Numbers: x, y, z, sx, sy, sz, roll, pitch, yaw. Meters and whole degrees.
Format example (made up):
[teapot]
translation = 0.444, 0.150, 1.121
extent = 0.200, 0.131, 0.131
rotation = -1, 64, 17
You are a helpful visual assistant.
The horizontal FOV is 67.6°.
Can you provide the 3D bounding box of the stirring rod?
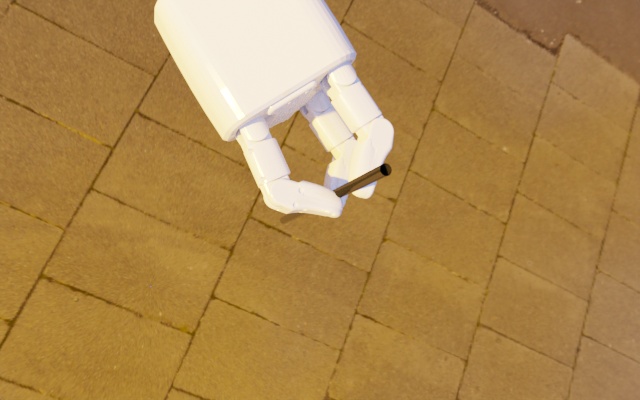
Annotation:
[stirring rod]
translation = 0.000, 0.001, 0.402
extent = 0.011, 0.011, 0.239
rotation = 0, -10, -20
